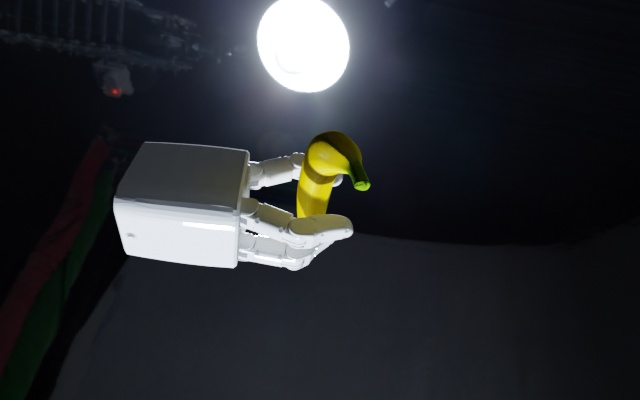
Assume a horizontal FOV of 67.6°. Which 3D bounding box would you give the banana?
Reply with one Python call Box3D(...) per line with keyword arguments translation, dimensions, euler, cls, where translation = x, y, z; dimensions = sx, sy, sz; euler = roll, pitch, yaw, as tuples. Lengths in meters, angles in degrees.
Box3D(translation=(0.001, -0.017, 0.446), dimensions=(0.037, 0.069, 0.198), euler=(3, -15, -11), cls="banana")
